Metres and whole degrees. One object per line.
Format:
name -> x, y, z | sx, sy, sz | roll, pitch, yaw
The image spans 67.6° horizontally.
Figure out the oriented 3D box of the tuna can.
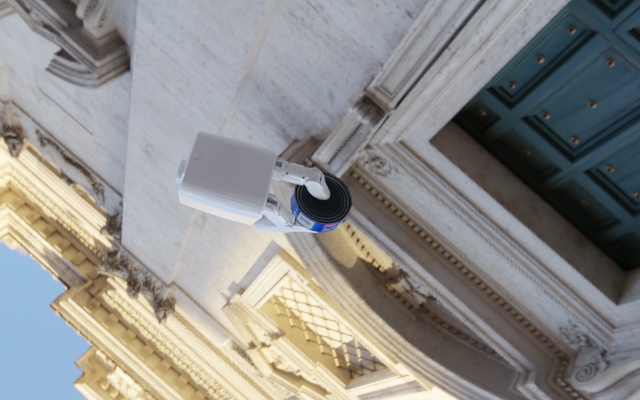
tuna can -> 0.000, 0.003, 0.693 | 0.086, 0.086, 0.034 | 0, -28, -18
